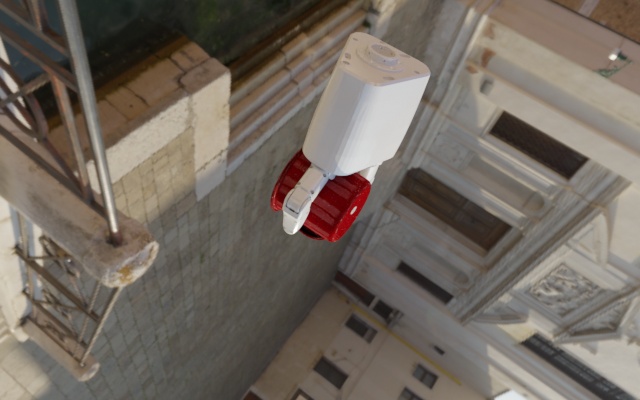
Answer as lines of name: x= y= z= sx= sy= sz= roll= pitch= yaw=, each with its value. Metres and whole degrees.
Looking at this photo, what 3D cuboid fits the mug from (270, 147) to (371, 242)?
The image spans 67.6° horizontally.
mug: x=0.000 y=0.003 z=0.547 sx=0.081 sy=0.117 sz=0.093 roll=33 pitch=42 yaw=13
